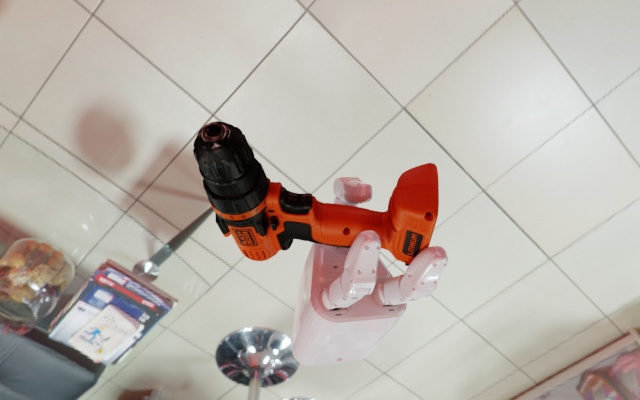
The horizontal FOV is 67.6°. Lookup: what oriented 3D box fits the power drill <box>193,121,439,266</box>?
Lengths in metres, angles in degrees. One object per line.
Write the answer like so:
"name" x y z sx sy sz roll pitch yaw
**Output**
"power drill" 0.001 0.002 0.402 0.187 0.057 0.184 4 -28 8
